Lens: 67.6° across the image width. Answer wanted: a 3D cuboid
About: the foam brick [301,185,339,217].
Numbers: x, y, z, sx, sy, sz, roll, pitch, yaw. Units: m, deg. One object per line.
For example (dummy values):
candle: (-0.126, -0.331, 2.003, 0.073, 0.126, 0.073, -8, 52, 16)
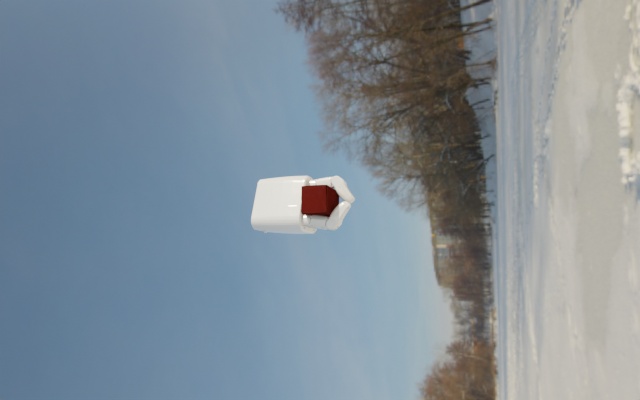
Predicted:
foam brick: (0.000, 0.003, 0.895, 0.051, 0.053, 0.078, -1, -9, 19)
